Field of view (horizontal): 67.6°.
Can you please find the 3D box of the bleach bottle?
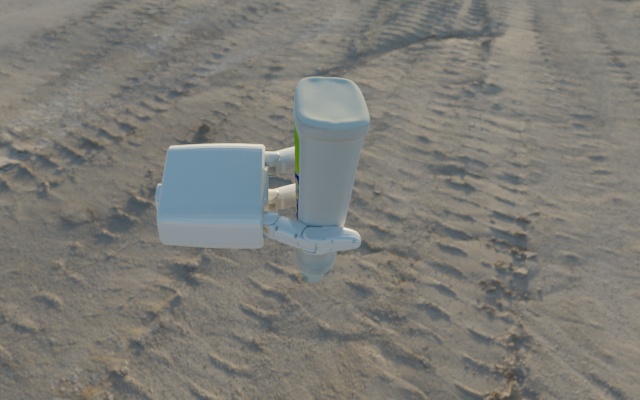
[{"bbox_3d":[0.000,0.002,0.518,0.068,0.251,0.102,1,39,-6],"label":"bleach bottle"}]
